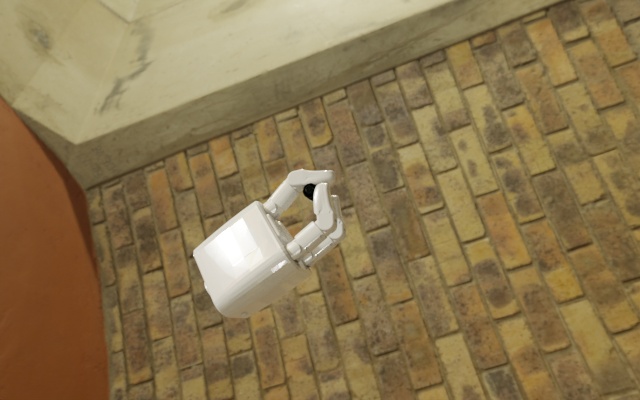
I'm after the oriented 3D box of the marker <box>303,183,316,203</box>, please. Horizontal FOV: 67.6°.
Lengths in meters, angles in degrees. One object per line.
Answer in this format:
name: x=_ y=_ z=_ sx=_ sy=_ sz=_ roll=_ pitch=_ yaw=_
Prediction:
marker: x=0.000 y=0.002 z=0.628 sx=0.020 sy=0.020 sz=0.121 roll=0 pitch=-15 yaw=14
